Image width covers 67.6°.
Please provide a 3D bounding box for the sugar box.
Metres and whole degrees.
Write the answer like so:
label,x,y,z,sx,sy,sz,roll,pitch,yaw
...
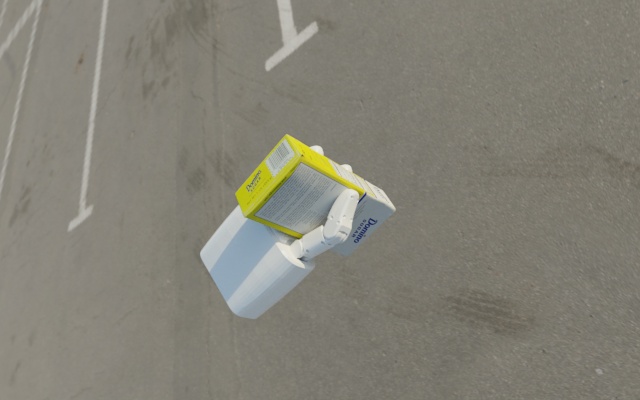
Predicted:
label,x,y,z,sx,sy,sz,roll,pitch,yaw
sugar box,0.000,0.002,0.554,0.176,0.093,0.048,26,25,-46
